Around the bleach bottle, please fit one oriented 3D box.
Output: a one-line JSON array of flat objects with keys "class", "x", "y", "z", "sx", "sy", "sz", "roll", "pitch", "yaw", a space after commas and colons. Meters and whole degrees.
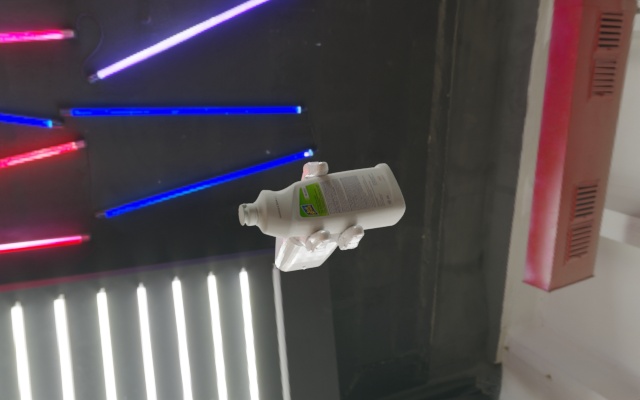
[{"class": "bleach bottle", "x": 0.000, "y": 0.002, "z": 0.725, "sx": 0.251, "sy": 0.102, "sz": 0.068, "roll": -6, "pitch": -32, "yaw": -24}]
